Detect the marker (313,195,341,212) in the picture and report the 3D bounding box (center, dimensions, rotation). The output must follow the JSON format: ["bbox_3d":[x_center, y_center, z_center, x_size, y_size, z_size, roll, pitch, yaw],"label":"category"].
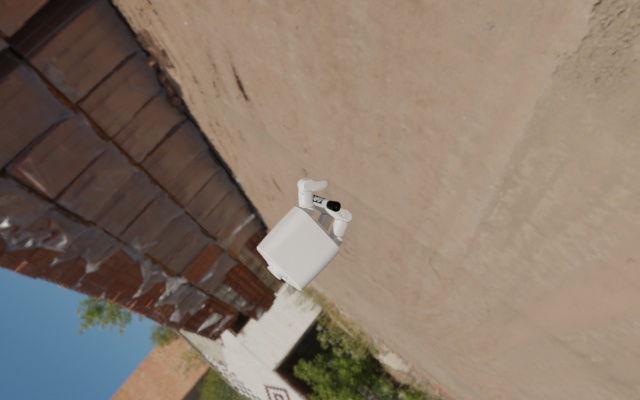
[{"bbox_3d":[0.000,0.003,0.861,0.020,0.020,0.121,0,9,-30],"label":"marker"}]
